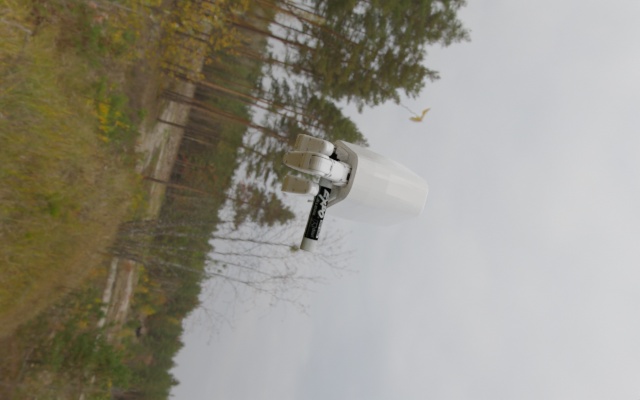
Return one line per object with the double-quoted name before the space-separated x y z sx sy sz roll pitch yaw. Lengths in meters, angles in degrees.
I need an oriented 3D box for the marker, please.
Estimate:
"marker" 0.000 0.002 0.569 0.020 0.121 0.020 15 -2 1
